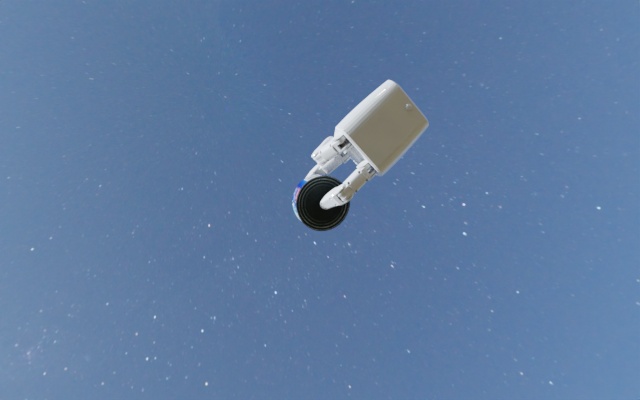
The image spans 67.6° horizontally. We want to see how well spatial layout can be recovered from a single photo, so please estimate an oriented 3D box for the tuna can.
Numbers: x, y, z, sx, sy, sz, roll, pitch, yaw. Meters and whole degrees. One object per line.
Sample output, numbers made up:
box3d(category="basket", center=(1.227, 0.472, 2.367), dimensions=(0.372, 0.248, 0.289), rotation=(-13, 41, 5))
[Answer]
box3d(category="tuna can", center=(0.000, 0.002, 0.740), dimensions=(0.086, 0.086, 0.033), rotation=(0, 9, -16))
